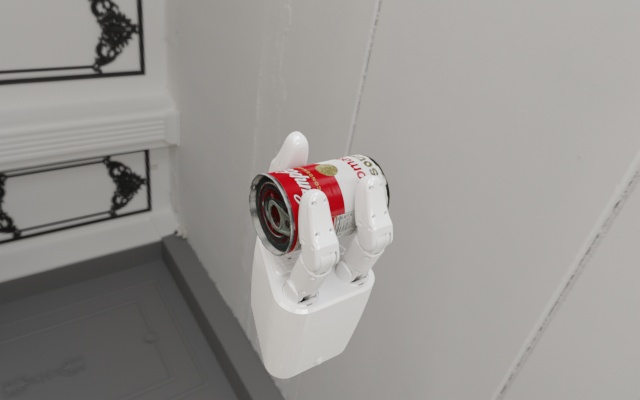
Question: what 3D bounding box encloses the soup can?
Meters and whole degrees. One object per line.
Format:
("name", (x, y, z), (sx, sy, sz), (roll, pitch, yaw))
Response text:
("soup can", (0.000, 0.001, 0.408), (0.102, 0.068, 0.068), (-15, 8, -32))
